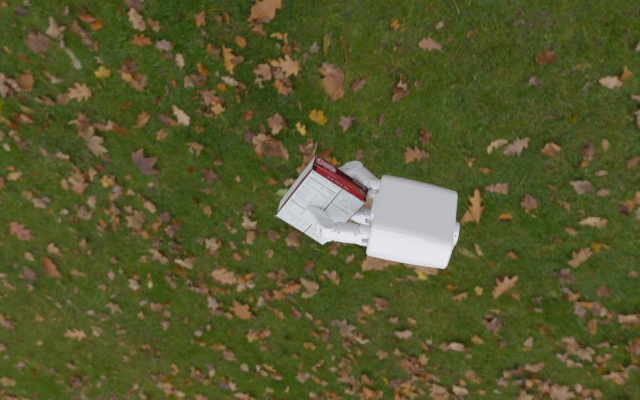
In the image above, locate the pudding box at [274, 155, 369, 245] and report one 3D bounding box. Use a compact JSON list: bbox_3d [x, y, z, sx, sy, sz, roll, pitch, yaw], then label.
[{"bbox_3d":[0.000,0.002,0.677,0.090,0.113,0.039,33,37,-11],"label":"pudding box"}]
